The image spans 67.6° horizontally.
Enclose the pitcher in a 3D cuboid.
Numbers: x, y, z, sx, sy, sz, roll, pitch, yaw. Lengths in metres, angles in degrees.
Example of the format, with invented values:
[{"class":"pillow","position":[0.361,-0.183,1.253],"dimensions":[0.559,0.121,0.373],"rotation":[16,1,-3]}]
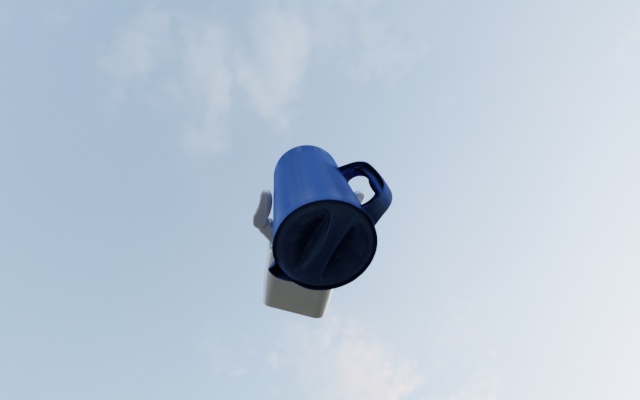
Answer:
[{"class":"pitcher","position":[0.000,0.002,0.694],"dimensions":[0.149,0.145,0.242],"rotation":[5,26,-11]}]
